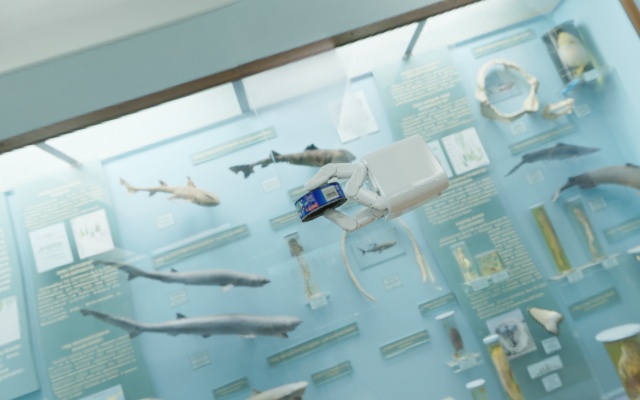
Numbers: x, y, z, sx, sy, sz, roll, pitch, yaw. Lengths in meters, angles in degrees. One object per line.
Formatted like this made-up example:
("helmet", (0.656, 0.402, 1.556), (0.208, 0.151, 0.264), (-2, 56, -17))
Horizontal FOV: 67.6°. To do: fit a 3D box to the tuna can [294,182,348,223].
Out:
("tuna can", (0.000, 0.002, 0.798), (0.086, 0.033, 0.086), (-26, -10, -5))
